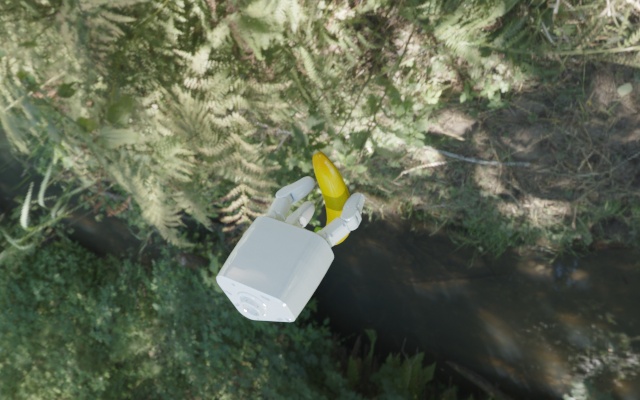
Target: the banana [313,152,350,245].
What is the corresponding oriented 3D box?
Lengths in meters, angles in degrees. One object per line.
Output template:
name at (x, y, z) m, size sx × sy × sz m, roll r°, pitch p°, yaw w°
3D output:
banana at (0.016, 0.012, 0.701) m, size 0.069 × 0.037 × 0.198 m, roll 27°, pitch -34°, yaw 18°
